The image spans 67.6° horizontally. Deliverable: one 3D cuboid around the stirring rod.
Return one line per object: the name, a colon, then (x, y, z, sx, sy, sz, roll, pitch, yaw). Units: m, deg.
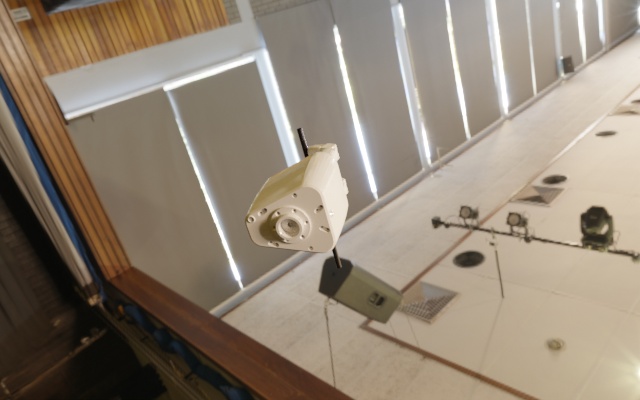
stirring rod: (0.000, 0.002, 0.743, 0.011, 0.240, 0.011, -14, 22, 6)
